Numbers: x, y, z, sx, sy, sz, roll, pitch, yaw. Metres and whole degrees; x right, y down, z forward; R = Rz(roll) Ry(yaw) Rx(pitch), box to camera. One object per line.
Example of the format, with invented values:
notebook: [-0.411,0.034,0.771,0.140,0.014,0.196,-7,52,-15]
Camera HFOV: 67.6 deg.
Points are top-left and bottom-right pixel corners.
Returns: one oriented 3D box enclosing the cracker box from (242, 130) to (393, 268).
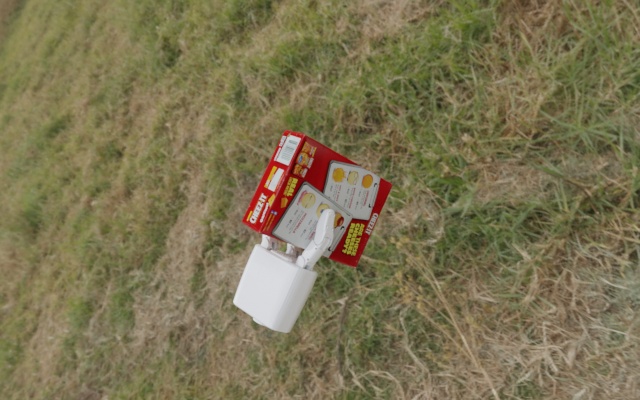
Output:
cracker box: [0.000,0.003,0.790,0.214,0.164,0.072,25,0,-38]
